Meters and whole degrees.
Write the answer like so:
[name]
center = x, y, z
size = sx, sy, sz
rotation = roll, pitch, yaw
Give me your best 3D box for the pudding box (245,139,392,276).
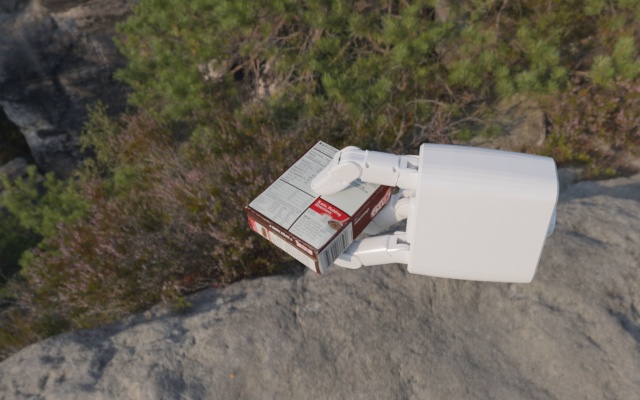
[pudding box]
center = 0.000, 0.001, 0.451
size = 0.090, 0.039, 0.113
rotation = 30, 58, 27
